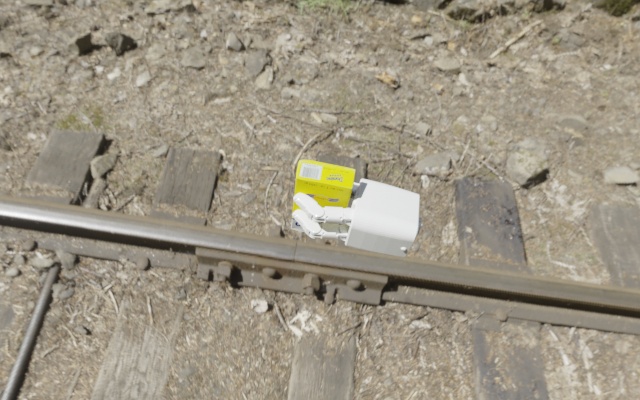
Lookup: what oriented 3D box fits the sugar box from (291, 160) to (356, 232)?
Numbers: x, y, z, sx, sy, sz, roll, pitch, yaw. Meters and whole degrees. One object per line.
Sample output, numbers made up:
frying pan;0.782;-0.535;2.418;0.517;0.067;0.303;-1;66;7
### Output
sugar box;0.000;0.003;0.825;0.093;0.048;0.176;11;-34;1
